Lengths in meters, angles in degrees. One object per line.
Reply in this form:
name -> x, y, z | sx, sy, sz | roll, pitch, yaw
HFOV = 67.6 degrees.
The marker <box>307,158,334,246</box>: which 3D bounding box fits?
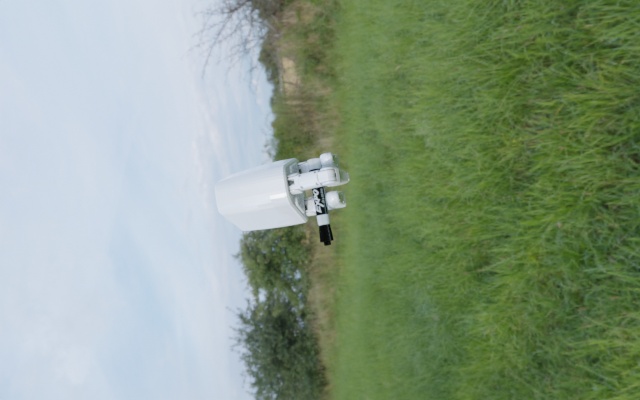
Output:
marker -> 0.000, 0.002, 0.658 | 0.020, 0.121, 0.020 | -9, -7, -1
